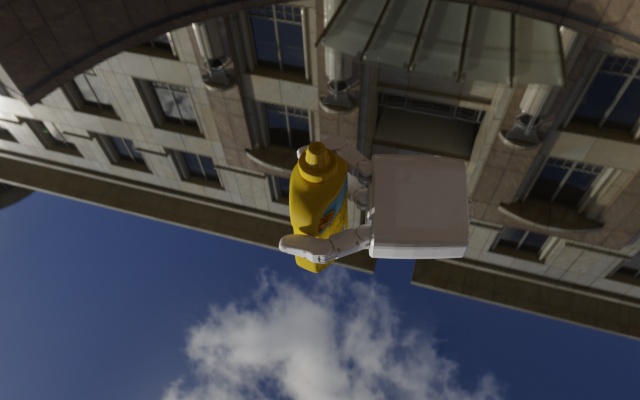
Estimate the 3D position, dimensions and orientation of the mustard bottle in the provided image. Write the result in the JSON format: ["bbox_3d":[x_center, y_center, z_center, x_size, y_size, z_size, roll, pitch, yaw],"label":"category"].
[{"bbox_3d":[0.000,0.002,0.557,0.058,0.096,0.192,22,-31,17],"label":"mustard bottle"}]
